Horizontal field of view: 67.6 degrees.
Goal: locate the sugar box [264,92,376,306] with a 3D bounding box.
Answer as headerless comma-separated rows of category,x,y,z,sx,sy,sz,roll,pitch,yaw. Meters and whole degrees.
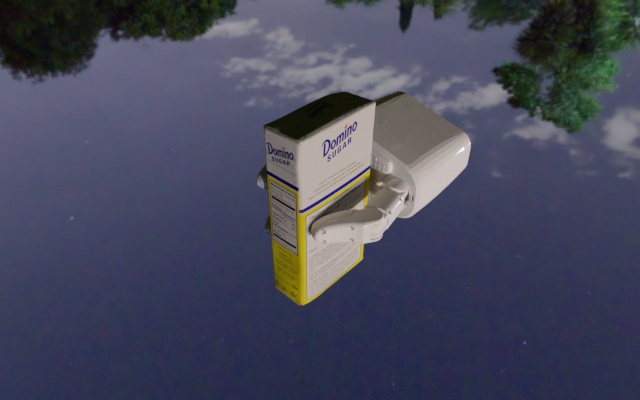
sugar box,0.000,0.001,0.422,0.048,0.176,0.093,27,43,34
